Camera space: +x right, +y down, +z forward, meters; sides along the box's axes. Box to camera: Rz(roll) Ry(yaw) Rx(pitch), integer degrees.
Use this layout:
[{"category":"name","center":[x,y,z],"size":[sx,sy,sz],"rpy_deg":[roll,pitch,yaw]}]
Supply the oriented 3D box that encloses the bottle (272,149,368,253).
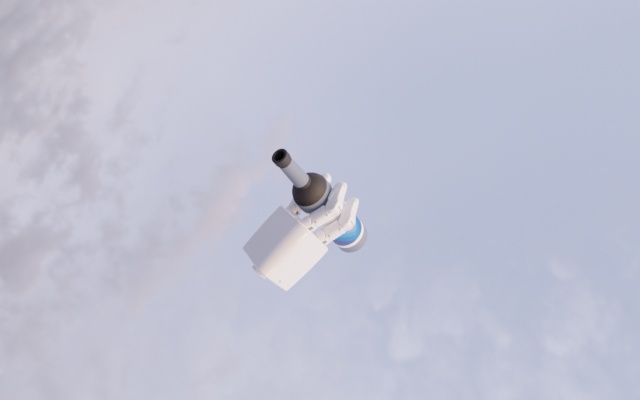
[{"category":"bottle","center":[0.000,0.003,0.842],"size":[0.069,0.069,0.296],"rpy_deg":[0,-29,30]}]
